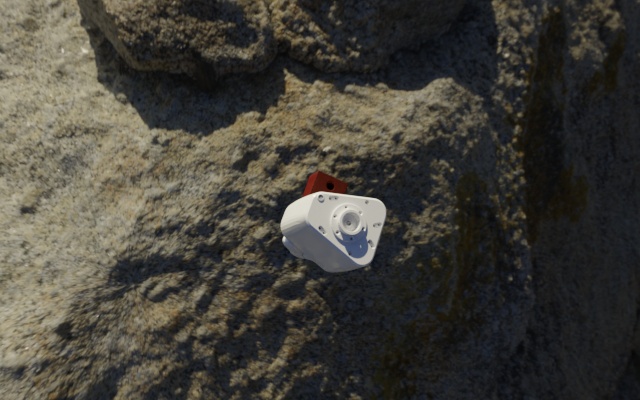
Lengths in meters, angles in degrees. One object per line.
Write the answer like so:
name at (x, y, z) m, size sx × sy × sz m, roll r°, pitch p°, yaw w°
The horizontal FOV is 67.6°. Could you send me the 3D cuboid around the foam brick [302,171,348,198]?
foam brick at (0.000, 0.002, 0.730) m, size 0.053 × 0.078 × 0.051 m, roll 24°, pitch -17°, yaw -14°
